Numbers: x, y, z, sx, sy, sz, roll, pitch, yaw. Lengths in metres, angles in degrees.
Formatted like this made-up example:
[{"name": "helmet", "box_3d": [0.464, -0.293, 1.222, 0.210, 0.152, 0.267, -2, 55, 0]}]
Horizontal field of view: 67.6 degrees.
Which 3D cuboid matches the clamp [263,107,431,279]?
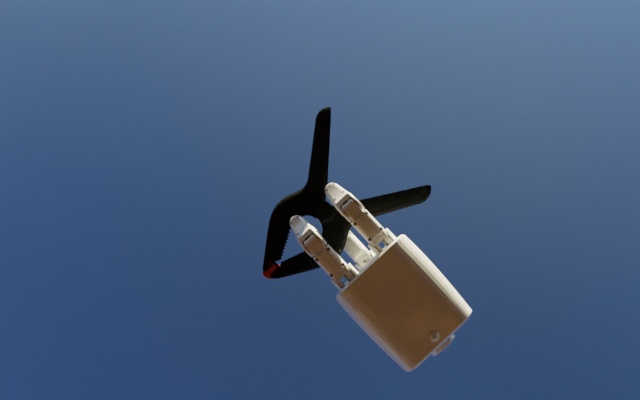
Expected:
[{"name": "clamp", "box_3d": [0.000, 0.003, 0.562, 0.210, 0.164, 0.036, -43, -12, -1]}]
